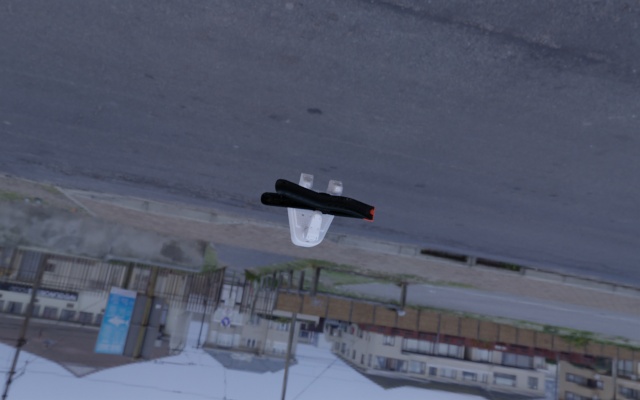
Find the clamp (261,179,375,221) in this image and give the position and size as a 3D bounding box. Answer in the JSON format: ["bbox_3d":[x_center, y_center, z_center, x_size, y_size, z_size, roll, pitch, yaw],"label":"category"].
[{"bbox_3d":[0.000,0.004,0.850,0.210,0.036,0.164,11,-9,-7],"label":"clamp"}]
